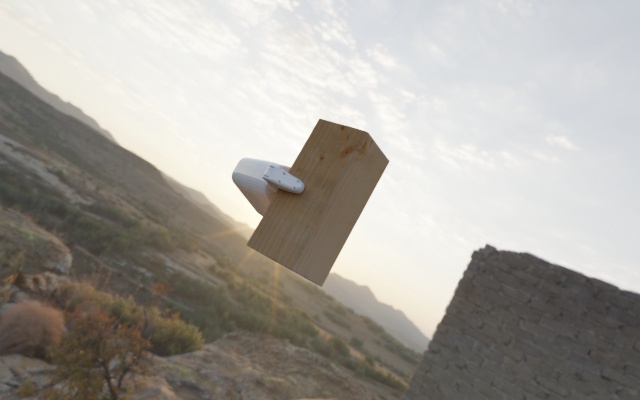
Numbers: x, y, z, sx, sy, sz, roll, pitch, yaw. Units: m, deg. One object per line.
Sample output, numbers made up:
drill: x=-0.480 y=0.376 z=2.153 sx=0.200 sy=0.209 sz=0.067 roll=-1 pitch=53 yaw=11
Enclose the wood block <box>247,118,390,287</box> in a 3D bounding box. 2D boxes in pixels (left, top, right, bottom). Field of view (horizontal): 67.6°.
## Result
wood block: x=0.000 y=0.002 z=0.669 sx=0.090 sy=0.206 sz=0.091 roll=23 pitch=-10 yaw=36
